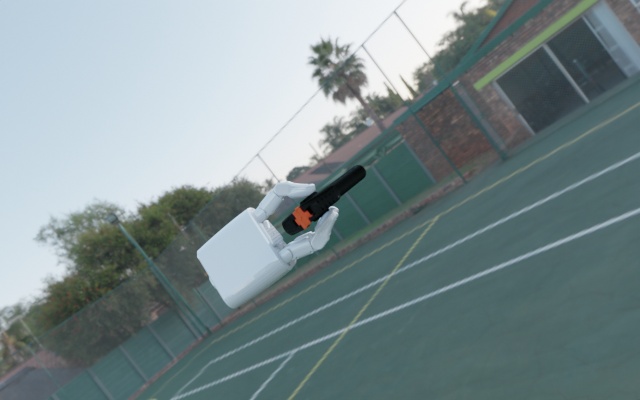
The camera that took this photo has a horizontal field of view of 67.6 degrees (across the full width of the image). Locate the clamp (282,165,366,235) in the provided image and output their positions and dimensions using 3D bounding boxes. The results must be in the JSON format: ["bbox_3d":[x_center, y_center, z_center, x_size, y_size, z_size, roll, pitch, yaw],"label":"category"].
[{"bbox_3d":[-0.001,0.002,0.700,0.164,0.036,0.210,-38,0,5],"label":"clamp"}]
